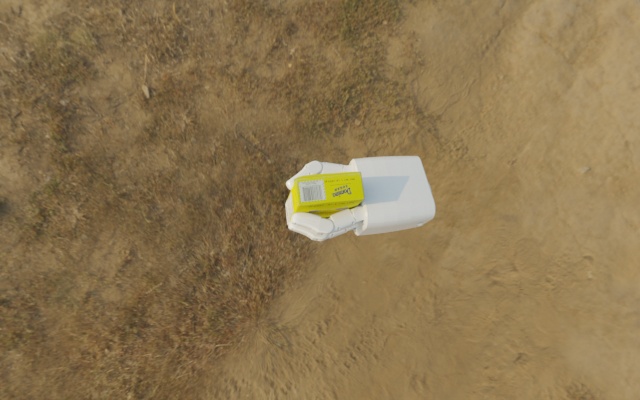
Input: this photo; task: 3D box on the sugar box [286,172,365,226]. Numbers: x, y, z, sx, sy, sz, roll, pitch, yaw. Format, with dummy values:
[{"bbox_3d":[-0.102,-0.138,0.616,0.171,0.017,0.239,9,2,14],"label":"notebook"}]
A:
[{"bbox_3d":[0.000,0.003,0.715,0.093,0.048,0.176,-5,-14,-9],"label":"sugar box"}]
